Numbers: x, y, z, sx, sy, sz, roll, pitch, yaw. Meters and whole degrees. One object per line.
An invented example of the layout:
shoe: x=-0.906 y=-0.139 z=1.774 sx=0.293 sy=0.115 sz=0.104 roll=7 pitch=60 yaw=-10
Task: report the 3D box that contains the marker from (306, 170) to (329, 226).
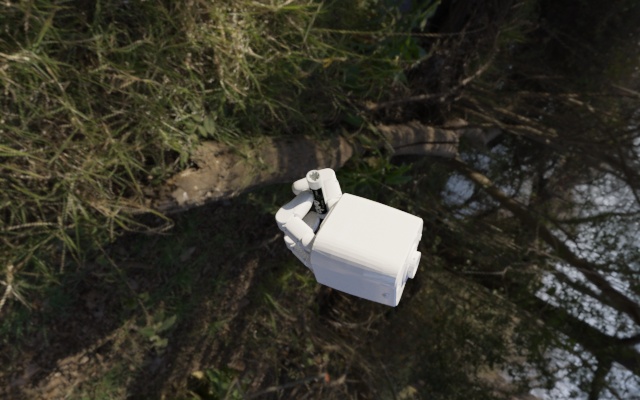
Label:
marker: x=0.000 y=0.002 z=0.622 sx=0.020 sy=0.020 sz=0.121 roll=0 pitch=-31 yaw=9
